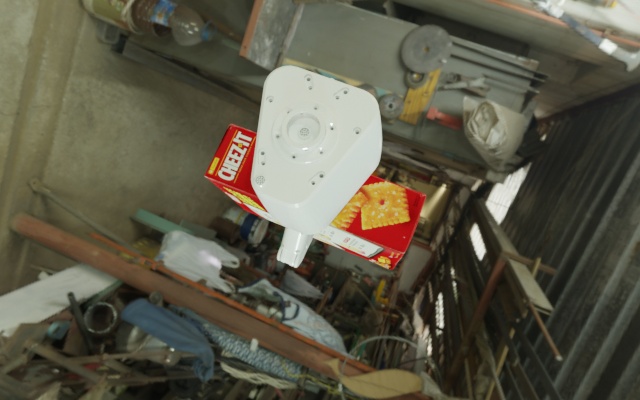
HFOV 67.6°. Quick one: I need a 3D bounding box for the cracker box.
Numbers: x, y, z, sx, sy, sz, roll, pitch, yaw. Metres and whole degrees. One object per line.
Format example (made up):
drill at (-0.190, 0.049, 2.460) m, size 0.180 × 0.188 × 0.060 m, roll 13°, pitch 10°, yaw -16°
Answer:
cracker box at (0.000, 0.002, 0.542) m, size 0.213 × 0.072 × 0.164 m, roll 22°, pitch -10°, yaw 10°
